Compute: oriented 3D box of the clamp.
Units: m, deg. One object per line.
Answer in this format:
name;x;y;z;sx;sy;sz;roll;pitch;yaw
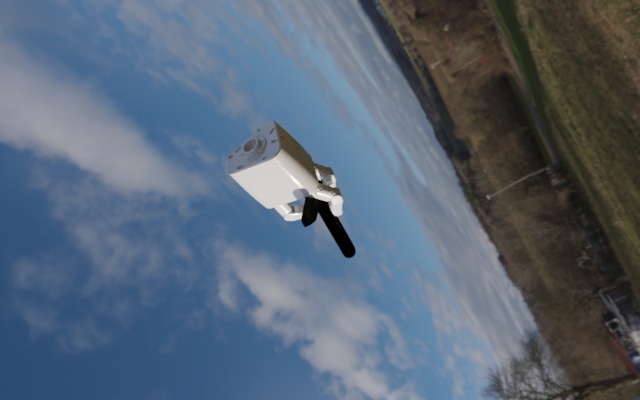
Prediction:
clamp;-0.001;0.003;0.878;0.036;0.209;0.165;-30;-45;15
